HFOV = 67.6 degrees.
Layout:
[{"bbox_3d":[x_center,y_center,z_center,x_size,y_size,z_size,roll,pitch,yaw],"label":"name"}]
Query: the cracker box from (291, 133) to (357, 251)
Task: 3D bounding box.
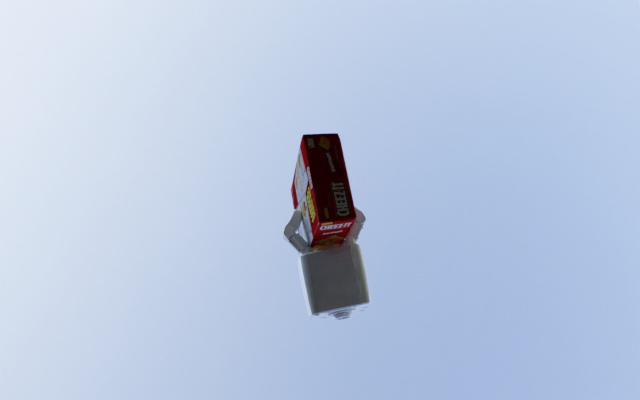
[{"bbox_3d":[0.000,0.003,0.867,0.072,0.164,0.214,-6,-23,-12],"label":"cracker box"}]
